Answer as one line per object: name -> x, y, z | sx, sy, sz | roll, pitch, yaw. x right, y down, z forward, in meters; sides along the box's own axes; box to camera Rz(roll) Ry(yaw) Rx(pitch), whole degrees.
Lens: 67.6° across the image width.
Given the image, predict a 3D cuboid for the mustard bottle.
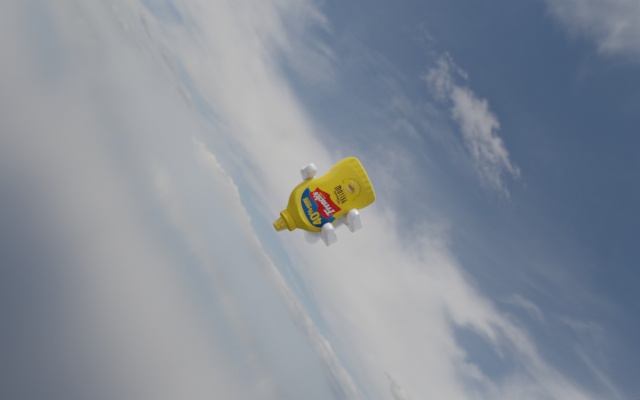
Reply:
mustard bottle -> 0.000, 0.003, 0.873 | 0.191, 0.096, 0.058 | -29, 14, -13
